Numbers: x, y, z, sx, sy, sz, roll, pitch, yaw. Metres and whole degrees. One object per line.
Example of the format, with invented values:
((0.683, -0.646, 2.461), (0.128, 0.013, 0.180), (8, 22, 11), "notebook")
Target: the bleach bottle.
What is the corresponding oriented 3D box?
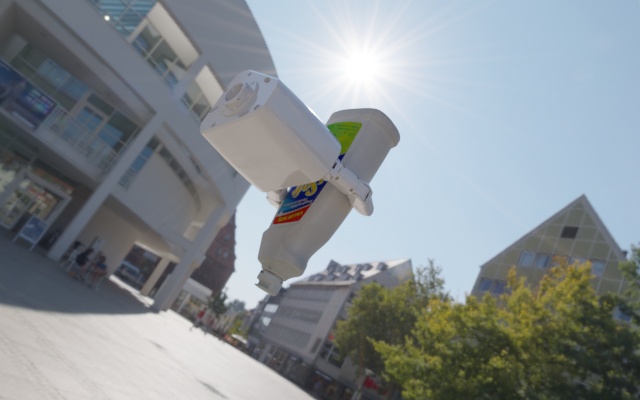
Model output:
((0.000, 0.002, 0.588), (0.102, 0.250, 0.068), (8, -29, 47), "bleach bottle")
